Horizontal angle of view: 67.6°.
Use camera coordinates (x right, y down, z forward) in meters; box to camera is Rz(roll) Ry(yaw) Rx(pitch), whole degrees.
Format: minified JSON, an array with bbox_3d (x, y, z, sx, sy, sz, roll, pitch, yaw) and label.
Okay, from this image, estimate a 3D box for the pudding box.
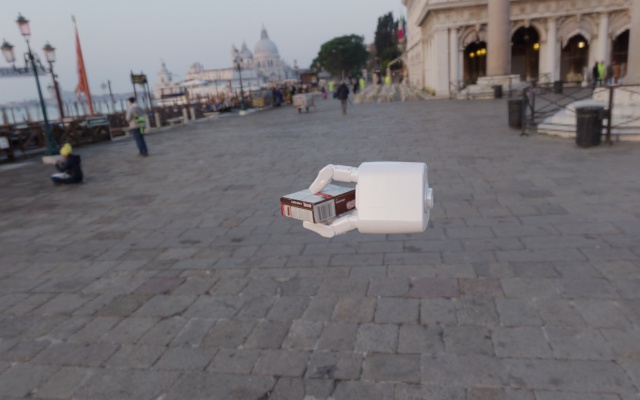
[{"bbox_3d":[0.000,0.003,0.837,0.113,0.039,0.090,-17,18,-41],"label":"pudding box"}]
